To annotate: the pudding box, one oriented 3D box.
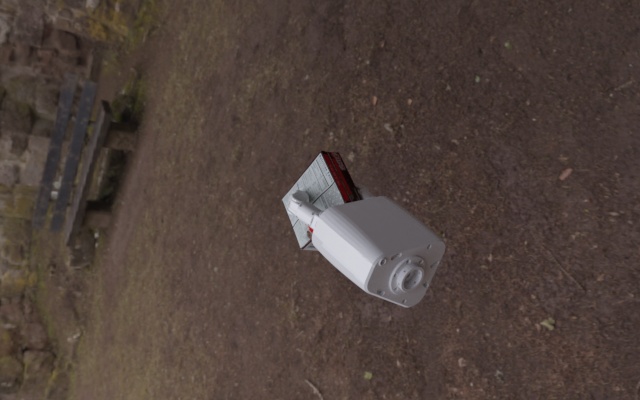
[{"bbox_3d":[0.000,0.002,0.645,0.039,0.090,0.113,5,-39,-40],"label":"pudding box"}]
